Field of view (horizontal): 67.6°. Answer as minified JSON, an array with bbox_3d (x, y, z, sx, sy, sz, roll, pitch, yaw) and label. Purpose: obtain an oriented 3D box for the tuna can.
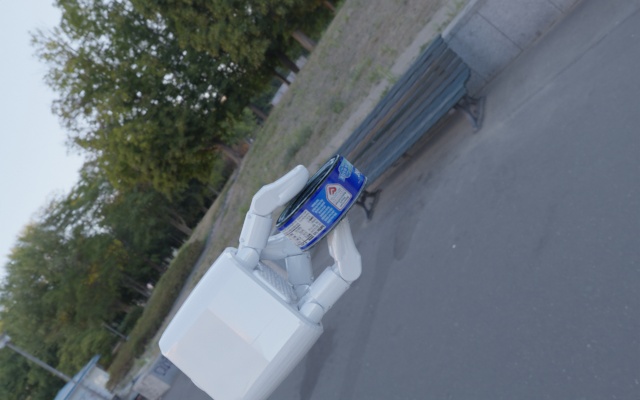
[{"bbox_3d":[0.000,0.001,0.414,0.034,0.086,0.086,41,-7,-8],"label":"tuna can"}]
